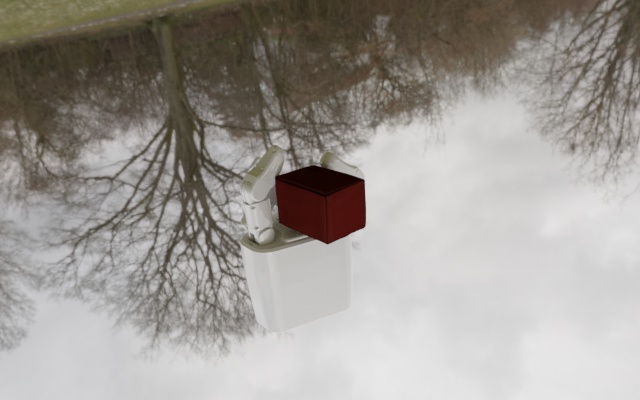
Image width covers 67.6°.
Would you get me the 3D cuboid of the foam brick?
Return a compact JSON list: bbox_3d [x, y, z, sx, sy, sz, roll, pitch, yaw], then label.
[{"bbox_3d":[0.000,0.002,0.467,0.053,0.051,0.078,-20,27,-36],"label":"foam brick"}]
